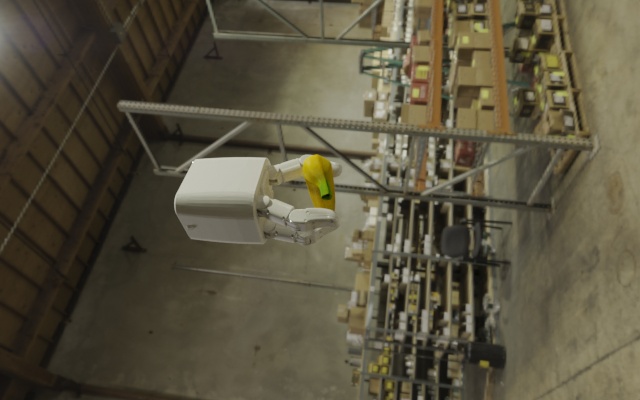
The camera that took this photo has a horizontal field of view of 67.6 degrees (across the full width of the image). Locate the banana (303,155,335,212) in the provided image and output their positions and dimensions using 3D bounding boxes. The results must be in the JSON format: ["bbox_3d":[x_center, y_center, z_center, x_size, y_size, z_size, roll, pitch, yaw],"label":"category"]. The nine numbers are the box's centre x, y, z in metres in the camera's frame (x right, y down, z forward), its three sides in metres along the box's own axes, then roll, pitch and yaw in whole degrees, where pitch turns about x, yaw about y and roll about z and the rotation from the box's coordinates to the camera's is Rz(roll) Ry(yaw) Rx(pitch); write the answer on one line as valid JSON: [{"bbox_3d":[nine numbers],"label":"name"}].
[{"bbox_3d":[-0.001,-0.017,0.620,0.037,0.069,0.198,-3,-10,3],"label":"banana"}]
